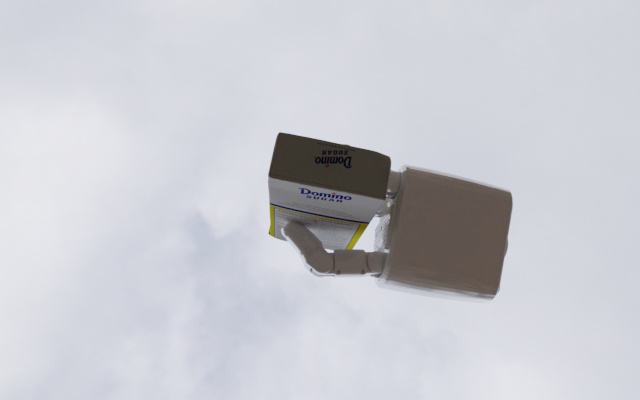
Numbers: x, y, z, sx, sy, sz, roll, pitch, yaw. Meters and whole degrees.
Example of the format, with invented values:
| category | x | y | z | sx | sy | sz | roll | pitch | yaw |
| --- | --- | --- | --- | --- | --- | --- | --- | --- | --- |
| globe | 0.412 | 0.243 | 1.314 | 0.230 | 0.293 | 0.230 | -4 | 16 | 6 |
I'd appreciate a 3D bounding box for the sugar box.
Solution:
| category | x | y | z | sx | sy | sz | roll | pitch | yaw |
| --- | --- | --- | --- | --- | --- | --- | --- | --- | --- |
| sugar box | 0.000 | 0.001 | 0.442 | 0.093 | 0.048 | 0.176 | 11 | -22 | -2 |
